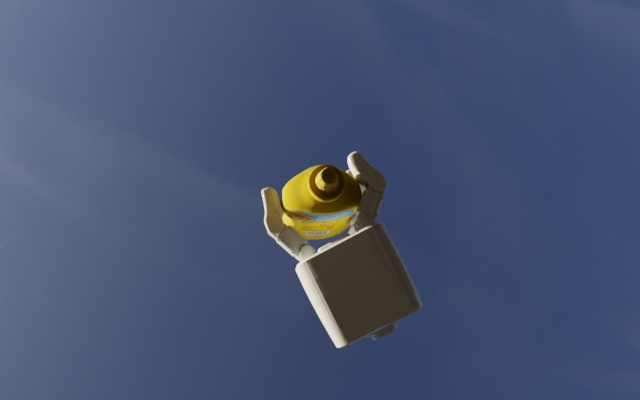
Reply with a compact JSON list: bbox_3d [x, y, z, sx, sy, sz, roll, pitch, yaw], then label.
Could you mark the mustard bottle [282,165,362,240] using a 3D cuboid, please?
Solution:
[{"bbox_3d":[0.000,0.002,0.588,0.096,0.058,0.192,-1,-16,-6],"label":"mustard bottle"}]
